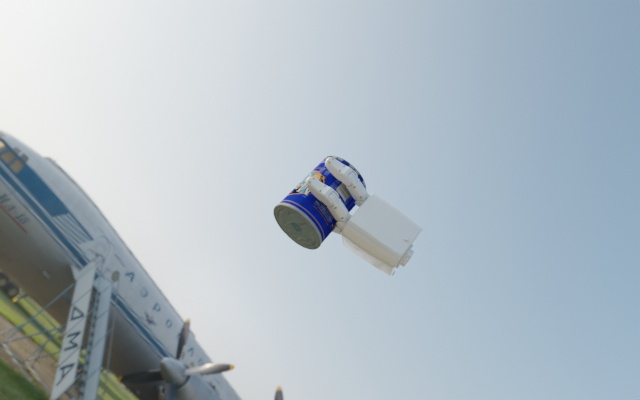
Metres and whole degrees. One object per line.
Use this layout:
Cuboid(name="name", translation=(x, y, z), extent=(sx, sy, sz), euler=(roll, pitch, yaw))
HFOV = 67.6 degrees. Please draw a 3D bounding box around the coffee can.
Cuboid(name="coffee can", translation=(0.000, 0.003, 0.848), extent=(0.103, 0.103, 0.140), euler=(0, 39, 52))
